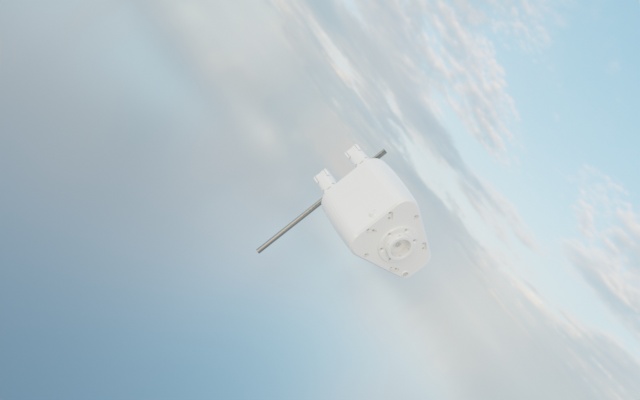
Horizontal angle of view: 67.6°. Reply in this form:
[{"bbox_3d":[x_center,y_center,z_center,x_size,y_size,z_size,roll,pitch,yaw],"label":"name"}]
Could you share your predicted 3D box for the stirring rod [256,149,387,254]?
[{"bbox_3d":[0.000,0.002,0.703,0.239,0.011,0.011,-38,-5,6],"label":"stirring rod"}]
